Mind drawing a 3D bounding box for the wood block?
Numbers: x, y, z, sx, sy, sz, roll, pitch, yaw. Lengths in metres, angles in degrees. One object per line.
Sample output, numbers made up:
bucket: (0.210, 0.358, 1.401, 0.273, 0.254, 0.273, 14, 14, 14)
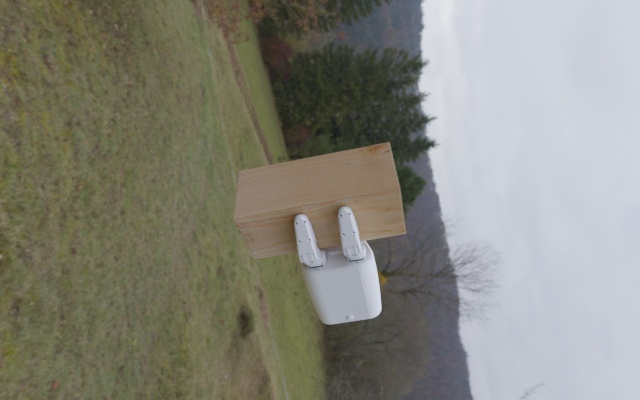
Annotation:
wood block: (0.000, 0.002, 0.632, 0.206, 0.090, 0.090, -10, -45, 7)
